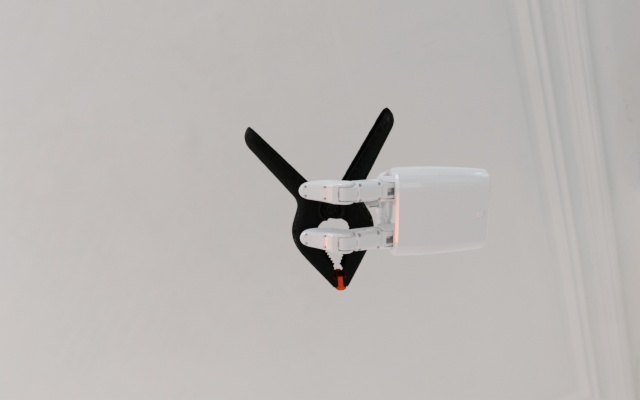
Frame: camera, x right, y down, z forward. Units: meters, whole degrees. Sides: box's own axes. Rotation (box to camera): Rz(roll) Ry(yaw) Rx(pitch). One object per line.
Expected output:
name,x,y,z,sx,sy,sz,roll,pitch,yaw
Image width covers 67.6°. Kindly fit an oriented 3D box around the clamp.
clamp,0.000,0.002,0.546,0.164,0.210,0.036,-1,14,-2
